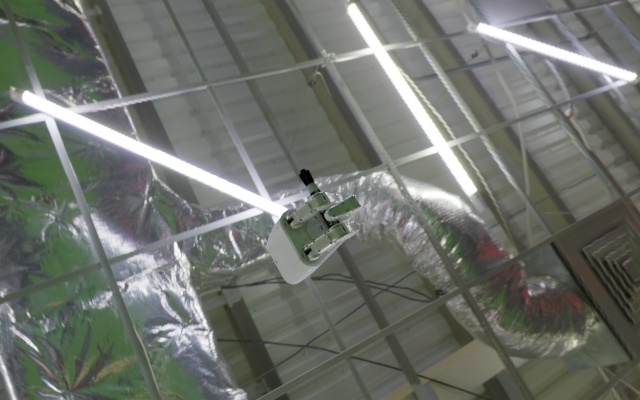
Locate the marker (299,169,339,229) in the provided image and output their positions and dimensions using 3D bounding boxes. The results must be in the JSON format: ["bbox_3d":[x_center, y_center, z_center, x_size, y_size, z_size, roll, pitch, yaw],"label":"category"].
[{"bbox_3d":[0.000,0.002,0.742,0.020,0.121,0.020,-28,-15,-8],"label":"marker"}]
